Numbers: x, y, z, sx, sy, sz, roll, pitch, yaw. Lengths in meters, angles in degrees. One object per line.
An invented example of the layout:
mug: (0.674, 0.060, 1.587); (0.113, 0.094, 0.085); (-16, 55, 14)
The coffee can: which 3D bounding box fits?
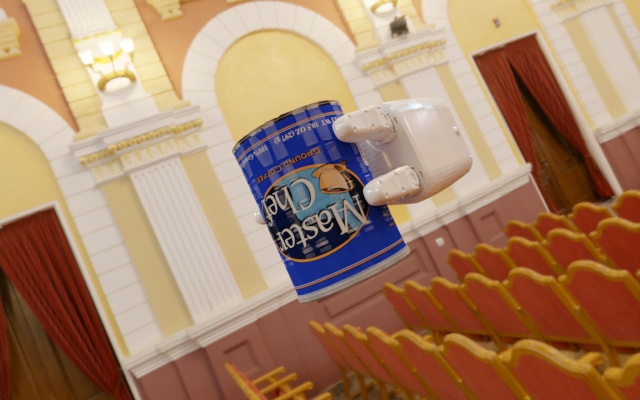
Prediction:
coffee can: (0.000, 0.002, 0.407); (0.103, 0.140, 0.103); (-25, -3, -2)
